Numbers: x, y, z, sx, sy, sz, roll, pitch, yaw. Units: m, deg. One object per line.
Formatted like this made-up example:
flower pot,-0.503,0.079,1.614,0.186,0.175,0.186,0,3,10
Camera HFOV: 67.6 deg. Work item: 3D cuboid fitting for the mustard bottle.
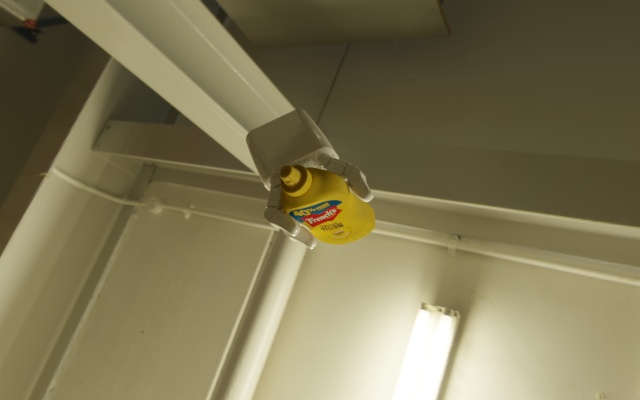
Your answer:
mustard bottle,0.000,0.003,0.669,0.096,0.058,0.192,-15,-31,23
